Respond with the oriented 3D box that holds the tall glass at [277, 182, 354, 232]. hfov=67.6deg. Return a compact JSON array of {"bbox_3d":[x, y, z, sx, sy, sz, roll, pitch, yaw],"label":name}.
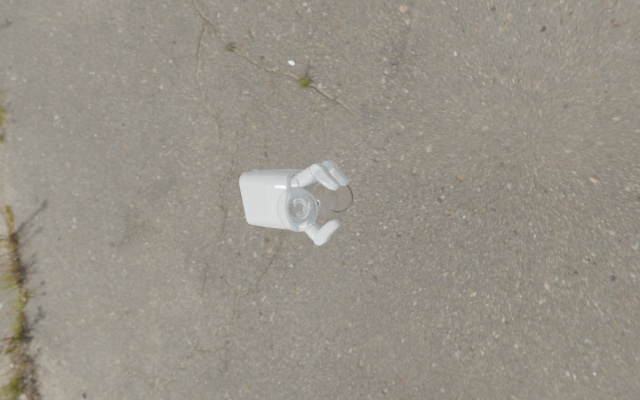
[{"bbox_3d":[0.000,0.003,0.870,0.079,0.079,0.201,0,7,24],"label":"tall glass"}]
